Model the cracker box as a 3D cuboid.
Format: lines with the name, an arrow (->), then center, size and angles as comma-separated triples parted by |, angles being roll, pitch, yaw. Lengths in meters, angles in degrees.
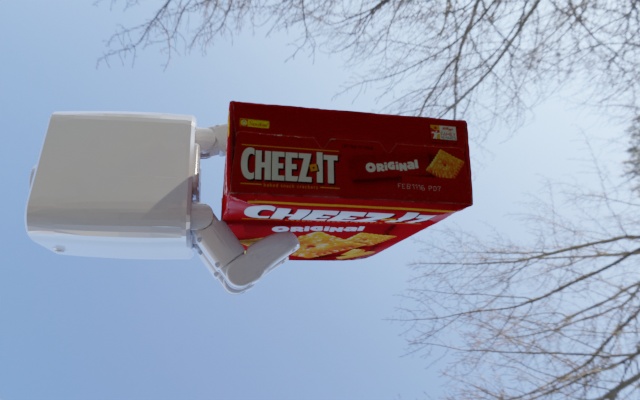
cracker box -> 0.000, 0.001, 0.402 | 0.164, 0.072, 0.214 | 2, -16, -13
